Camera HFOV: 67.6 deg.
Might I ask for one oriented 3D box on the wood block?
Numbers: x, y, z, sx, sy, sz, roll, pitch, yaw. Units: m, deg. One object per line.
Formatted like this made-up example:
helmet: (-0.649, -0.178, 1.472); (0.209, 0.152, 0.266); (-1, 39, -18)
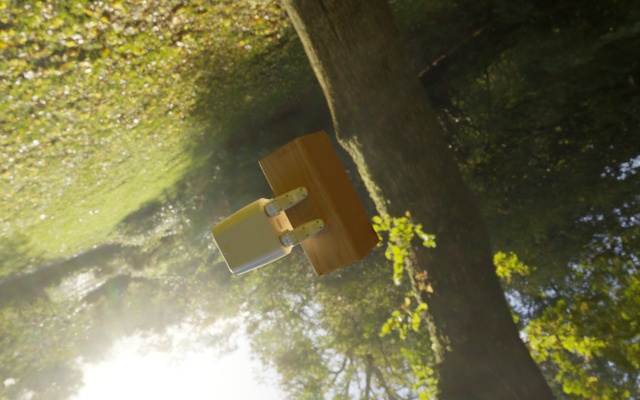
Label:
wood block: (0.000, 0.003, 0.770); (0.090, 0.206, 0.091); (-26, 2, 30)
